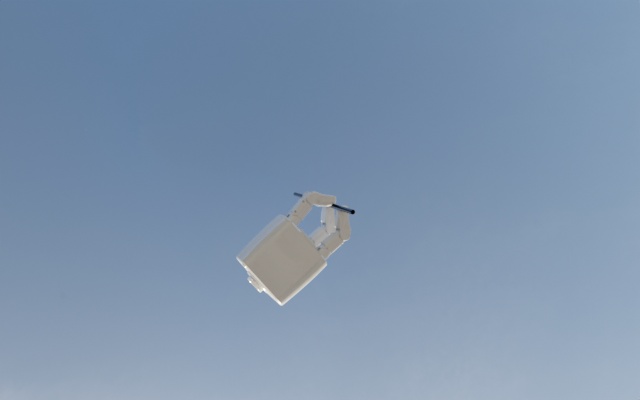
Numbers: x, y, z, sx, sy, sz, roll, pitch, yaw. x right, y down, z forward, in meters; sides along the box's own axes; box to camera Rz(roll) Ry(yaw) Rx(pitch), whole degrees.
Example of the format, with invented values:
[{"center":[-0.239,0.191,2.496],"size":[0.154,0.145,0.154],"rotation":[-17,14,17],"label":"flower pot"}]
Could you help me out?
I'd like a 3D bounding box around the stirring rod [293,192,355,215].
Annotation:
[{"center":[0.000,0.003,0.879],"size":[0.011,0.011,0.239],"rotation":[0,8,-26],"label":"stirring rod"}]
